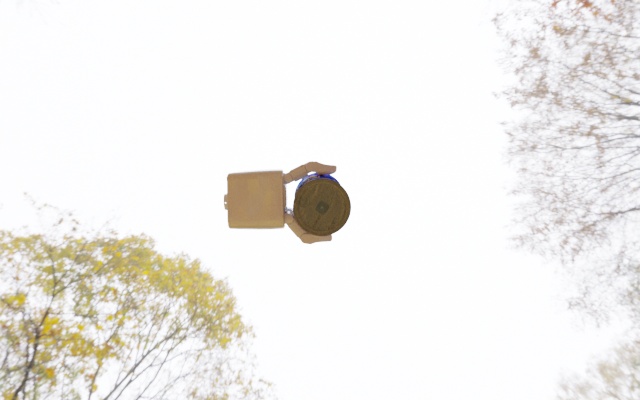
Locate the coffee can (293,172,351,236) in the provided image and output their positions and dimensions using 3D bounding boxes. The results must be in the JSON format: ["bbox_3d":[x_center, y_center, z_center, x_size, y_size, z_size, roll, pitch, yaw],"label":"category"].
[{"bbox_3d":[0.000,0.003,0.899,0.103,0.103,0.140,0,8,-2],"label":"coffee can"}]
